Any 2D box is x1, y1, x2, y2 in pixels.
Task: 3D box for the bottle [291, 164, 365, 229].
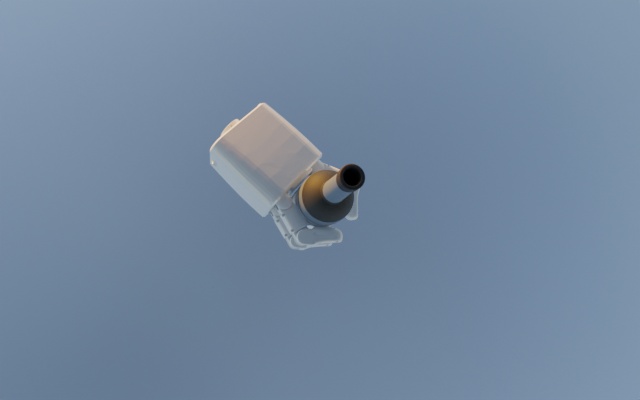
[{"bbox_3d":[0.000,0.002,0.617,0.069,0.069,0.296,0,-10,-13],"label":"bottle"}]
